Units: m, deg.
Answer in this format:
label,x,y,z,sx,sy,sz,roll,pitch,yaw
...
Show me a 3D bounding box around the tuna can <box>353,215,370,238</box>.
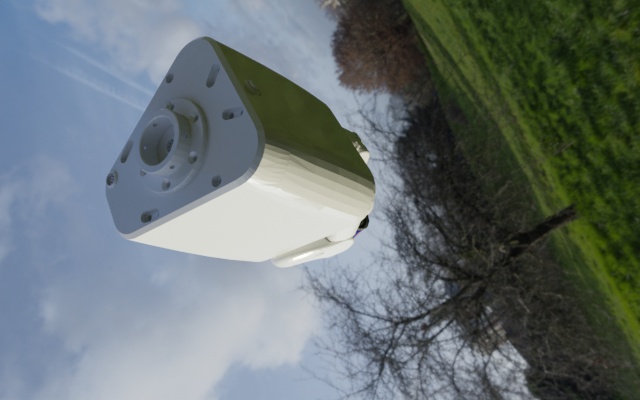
label,x,y,z,sx,sy,sz,roll,pitch,yaw
tuna can,0.000,0.002,0.411,0.034,0.086,0.086,-44,-19,21
